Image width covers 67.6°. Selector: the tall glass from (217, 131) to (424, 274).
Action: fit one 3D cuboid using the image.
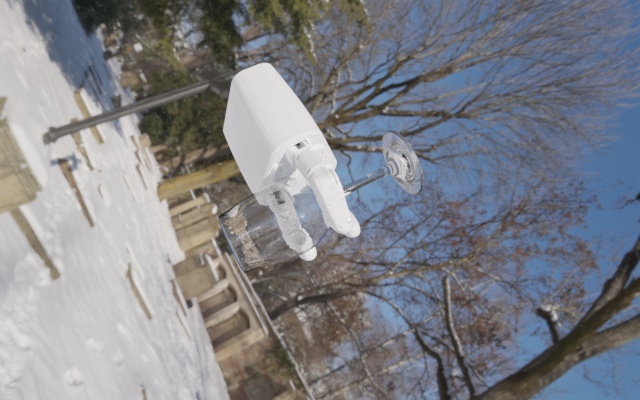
[{"bbox_3d":[0.001,0.001,0.485,0.201,0.079,0.079,-26,7,-14],"label":"tall glass"}]
